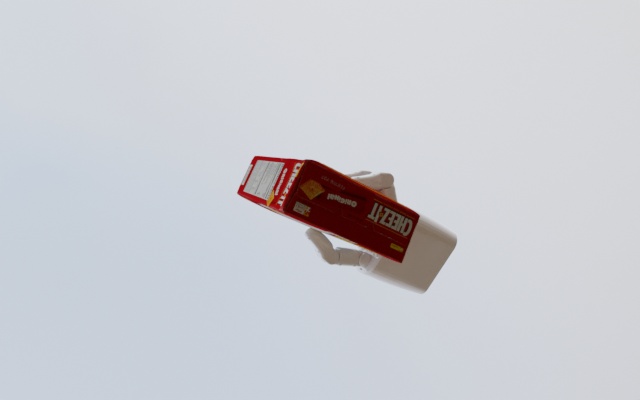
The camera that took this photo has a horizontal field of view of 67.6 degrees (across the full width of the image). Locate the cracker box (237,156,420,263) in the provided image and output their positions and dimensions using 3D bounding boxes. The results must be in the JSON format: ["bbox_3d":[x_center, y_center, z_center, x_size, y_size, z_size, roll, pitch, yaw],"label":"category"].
[{"bbox_3d":[0.000,0.002,0.622,0.164,0.072,0.213,24,-4,-23],"label":"cracker box"}]
